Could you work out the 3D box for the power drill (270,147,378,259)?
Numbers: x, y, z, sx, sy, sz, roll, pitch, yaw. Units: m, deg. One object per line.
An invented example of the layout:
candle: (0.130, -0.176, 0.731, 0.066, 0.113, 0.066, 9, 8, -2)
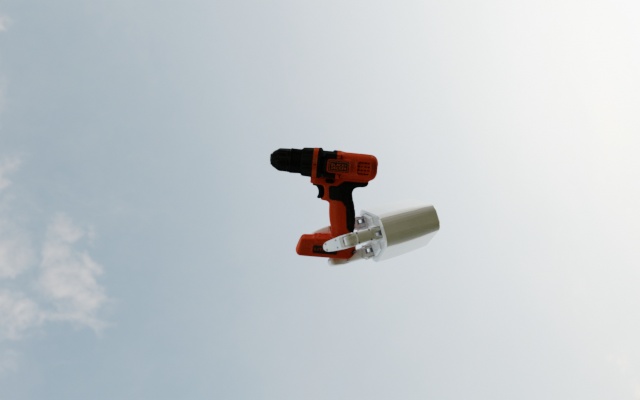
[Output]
power drill: (0.000, 0.003, 0.826, 0.184, 0.188, 0.057, 5, 13, 3)
